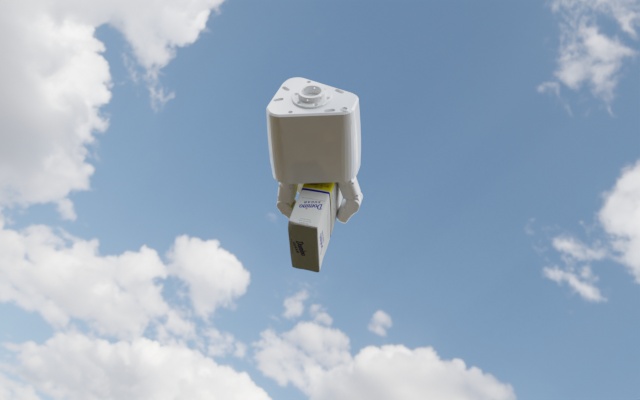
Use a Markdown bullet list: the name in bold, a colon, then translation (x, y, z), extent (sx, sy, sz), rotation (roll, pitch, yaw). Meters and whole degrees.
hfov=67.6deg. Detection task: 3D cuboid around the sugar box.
- **sugar box**: translation (0.000, 0.002, 0.668), extent (0.048, 0.093, 0.176), rotation (11, 46, 13)
